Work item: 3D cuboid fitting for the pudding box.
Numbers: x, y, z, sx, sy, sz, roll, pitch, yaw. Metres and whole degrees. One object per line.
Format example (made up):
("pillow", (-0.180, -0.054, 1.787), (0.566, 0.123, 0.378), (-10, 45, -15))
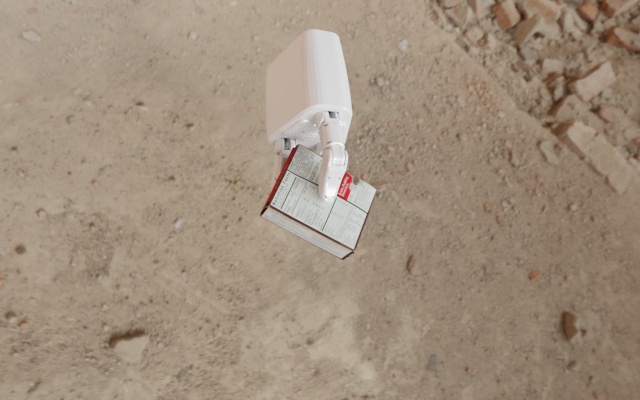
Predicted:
("pudding box", (0.000, 0.002, 0.545), (0.113, 0.090, 0.039), (28, -27, -9))
